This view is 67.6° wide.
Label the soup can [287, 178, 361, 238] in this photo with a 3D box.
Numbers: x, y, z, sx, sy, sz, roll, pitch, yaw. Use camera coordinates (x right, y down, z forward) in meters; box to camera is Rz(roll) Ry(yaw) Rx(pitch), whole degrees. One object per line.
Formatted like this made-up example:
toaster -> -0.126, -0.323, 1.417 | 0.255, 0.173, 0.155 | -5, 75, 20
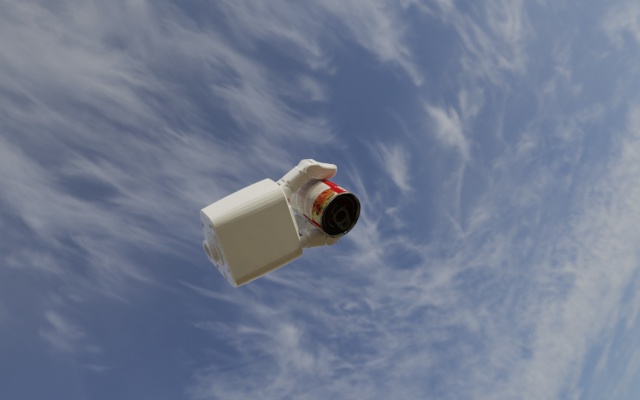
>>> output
soup can -> 0.000, 0.002, 0.690 | 0.068, 0.068, 0.102 | 0, 22, -38
